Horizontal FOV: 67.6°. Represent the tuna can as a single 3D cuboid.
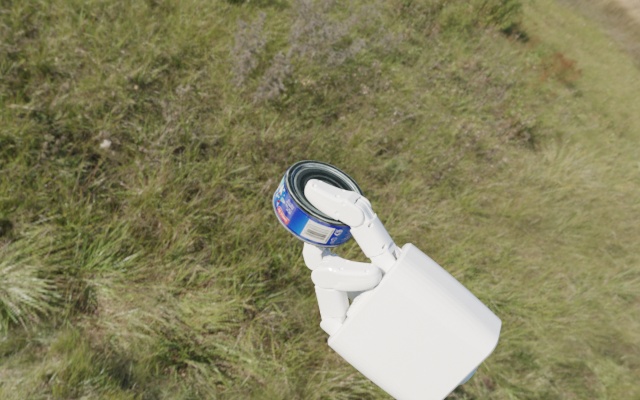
[{"bbox_3d":[0.000,0.001,0.454,0.086,0.086,0.034,0,-43,-33],"label":"tuna can"}]
